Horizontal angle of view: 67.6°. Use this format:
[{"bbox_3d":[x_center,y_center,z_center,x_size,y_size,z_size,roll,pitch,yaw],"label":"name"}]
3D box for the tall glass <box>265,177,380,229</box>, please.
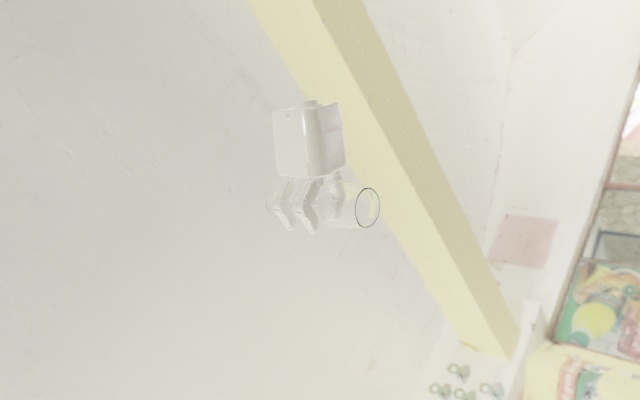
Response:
[{"bbox_3d":[0.000,0.003,0.790,0.201,0.079,0.079,7,5,43],"label":"tall glass"}]
